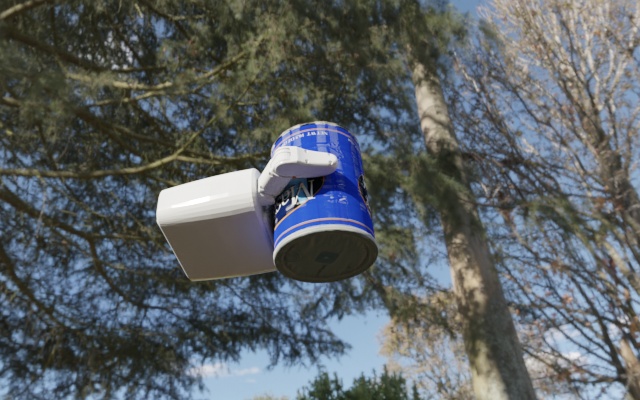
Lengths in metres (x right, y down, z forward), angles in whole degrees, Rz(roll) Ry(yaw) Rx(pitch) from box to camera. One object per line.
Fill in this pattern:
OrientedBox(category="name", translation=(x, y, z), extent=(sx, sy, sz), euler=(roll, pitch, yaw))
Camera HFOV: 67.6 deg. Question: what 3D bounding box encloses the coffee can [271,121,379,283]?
OrientedBox(category="coffee can", translation=(0.000, 0.002, 0.506), extent=(0.103, 0.140, 0.103), euler=(-4, -37, -3))
